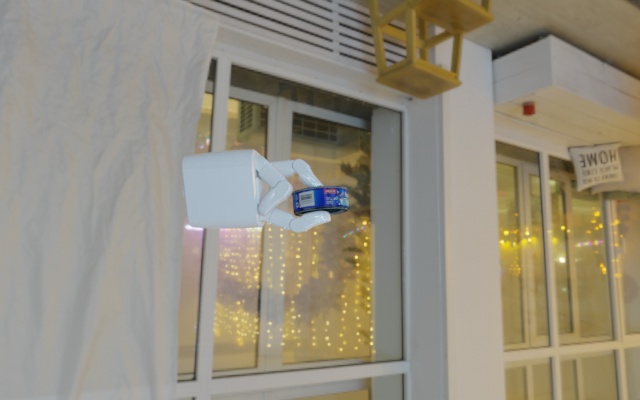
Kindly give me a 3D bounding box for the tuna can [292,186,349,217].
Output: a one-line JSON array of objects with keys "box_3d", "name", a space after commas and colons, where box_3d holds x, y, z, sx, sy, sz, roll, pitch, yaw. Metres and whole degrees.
[{"box_3d": [0.000, 0.003, 0.724, 0.086, 0.033, 0.086, -5, -9, -1], "name": "tuna can"}]
